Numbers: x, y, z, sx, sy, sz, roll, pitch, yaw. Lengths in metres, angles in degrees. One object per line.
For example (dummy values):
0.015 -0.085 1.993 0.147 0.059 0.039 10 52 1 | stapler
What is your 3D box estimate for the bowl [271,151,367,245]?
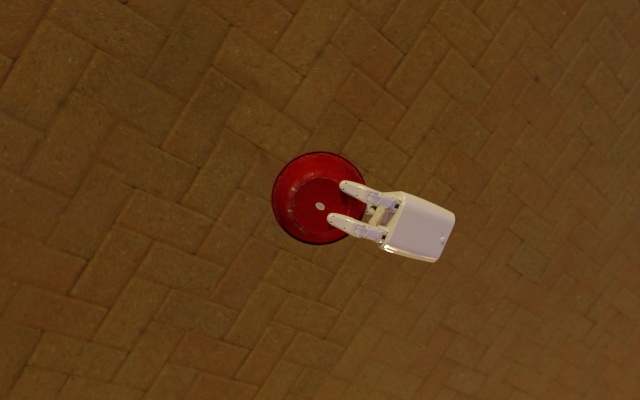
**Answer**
-0.001 0.002 0.772 0.162 0.162 0.055 0 12 -4 | bowl
